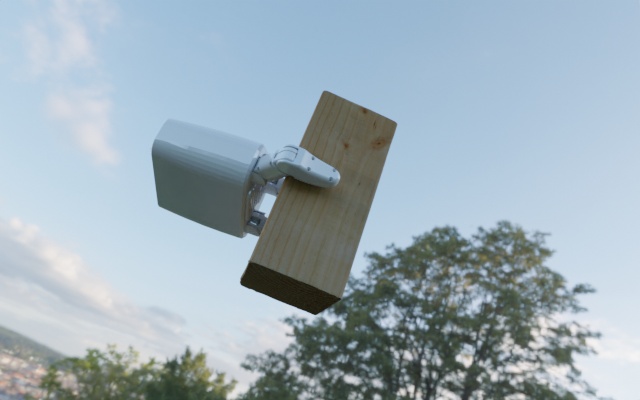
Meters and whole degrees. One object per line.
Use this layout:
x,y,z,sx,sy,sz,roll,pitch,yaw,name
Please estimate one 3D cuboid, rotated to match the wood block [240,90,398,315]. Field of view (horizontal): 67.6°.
0.000,0.001,0.501,0.090,0.206,0.091,23,-27,-6,wood block
